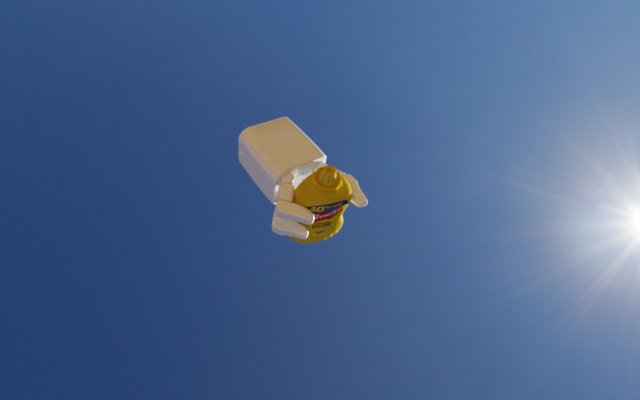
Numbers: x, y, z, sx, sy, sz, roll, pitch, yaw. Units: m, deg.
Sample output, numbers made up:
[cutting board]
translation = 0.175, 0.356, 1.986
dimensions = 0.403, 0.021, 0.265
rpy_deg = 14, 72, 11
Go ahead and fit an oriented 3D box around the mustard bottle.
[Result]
[mustard bottle]
translation = 0.000, 0.003, 0.764
dimensions = 0.096, 0.058, 0.192
rpy_deg = -9, -28, -14
